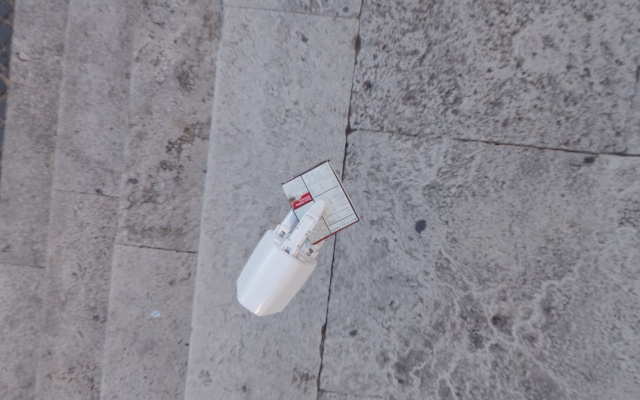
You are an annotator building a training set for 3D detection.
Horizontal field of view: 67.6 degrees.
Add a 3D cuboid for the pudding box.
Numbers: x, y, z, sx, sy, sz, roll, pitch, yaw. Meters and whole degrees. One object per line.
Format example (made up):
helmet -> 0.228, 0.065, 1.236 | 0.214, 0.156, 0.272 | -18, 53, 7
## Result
pudding box -> 0.000, 0.003, 0.769 | 0.090, 0.113, 0.039 | -27, 2, 5
